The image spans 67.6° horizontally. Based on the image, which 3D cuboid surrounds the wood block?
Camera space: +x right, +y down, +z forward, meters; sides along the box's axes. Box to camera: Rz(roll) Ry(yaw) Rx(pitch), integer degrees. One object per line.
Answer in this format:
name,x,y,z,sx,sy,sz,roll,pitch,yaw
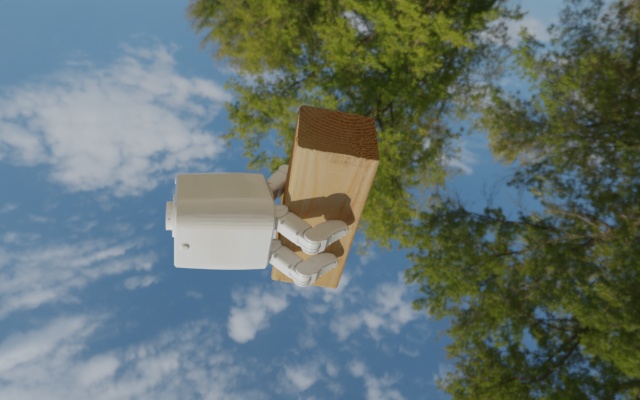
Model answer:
wood block,0.000,0.002,0.582,0.090,0.206,0.090,9,40,-7
